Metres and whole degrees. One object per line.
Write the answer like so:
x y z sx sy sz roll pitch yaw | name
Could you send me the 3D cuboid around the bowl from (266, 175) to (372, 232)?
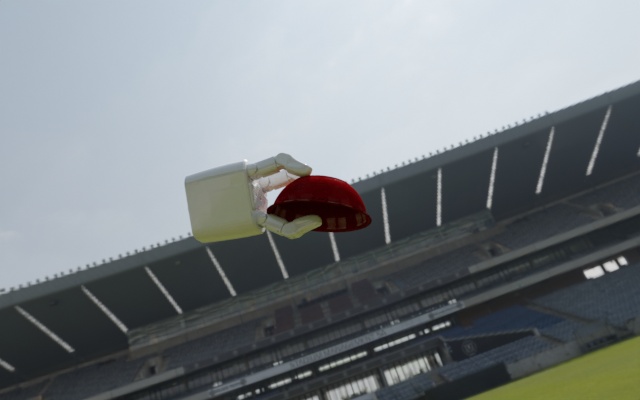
0.001 0.002 0.739 0.162 0.055 0.162 5 -19 2 | bowl
